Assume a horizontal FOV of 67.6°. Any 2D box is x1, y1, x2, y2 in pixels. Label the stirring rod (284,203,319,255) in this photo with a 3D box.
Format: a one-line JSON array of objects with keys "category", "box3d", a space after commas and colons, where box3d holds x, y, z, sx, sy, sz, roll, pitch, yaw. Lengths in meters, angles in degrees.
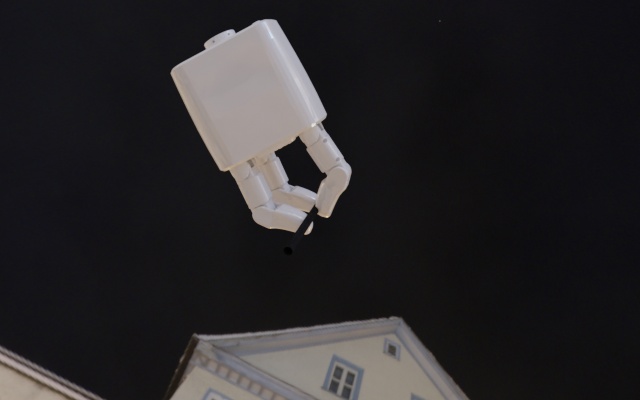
[{"category": "stirring rod", "box3d": [0.000, 0.002, 0.512, 0.011, 0.011, 0.239, 0, 20, 14]}]
